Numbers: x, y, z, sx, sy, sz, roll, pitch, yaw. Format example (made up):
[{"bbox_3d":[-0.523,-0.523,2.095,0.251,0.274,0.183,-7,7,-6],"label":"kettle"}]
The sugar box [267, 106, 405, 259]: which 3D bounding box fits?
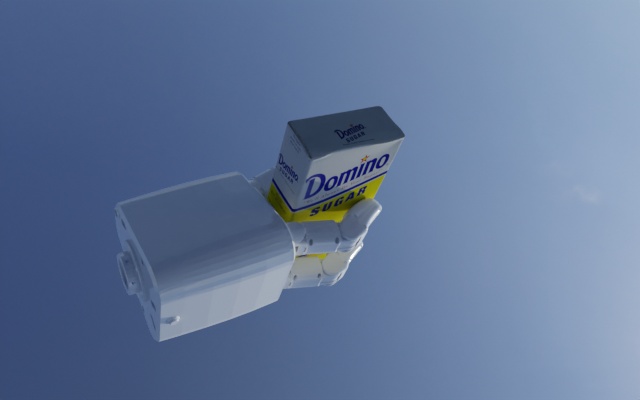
[{"bbox_3d":[0.000,0.002,0.429,0.093,0.048,0.176,-16,-31,-30],"label":"sugar box"}]
